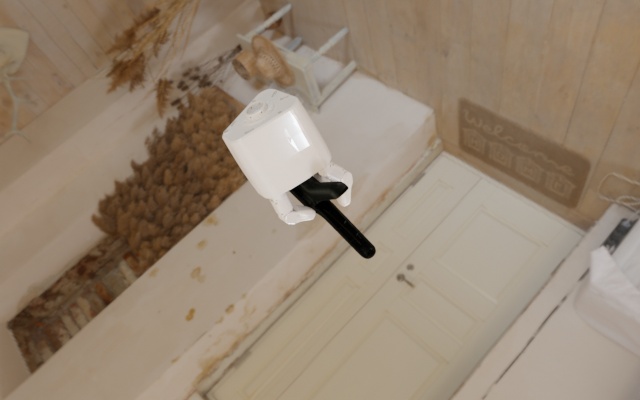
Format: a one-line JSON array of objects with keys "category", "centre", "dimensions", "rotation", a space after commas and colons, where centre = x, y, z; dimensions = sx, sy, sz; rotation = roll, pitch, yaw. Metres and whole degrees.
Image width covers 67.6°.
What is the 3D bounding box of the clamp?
[{"category": "clamp", "centre": [-0.001, 0.003, 0.743], "dimensions": [0.036, 0.165, 0.210], "rotation": [-41, 40, -15]}]
